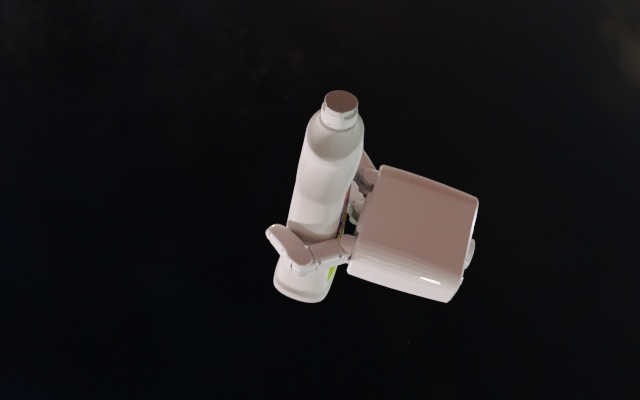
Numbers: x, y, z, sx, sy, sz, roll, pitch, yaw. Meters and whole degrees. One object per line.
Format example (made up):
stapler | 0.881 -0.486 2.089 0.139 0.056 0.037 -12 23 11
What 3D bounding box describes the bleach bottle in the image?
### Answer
bleach bottle | 0.000 0.002 0.487 0.068 0.102 0.251 17 -39 5
